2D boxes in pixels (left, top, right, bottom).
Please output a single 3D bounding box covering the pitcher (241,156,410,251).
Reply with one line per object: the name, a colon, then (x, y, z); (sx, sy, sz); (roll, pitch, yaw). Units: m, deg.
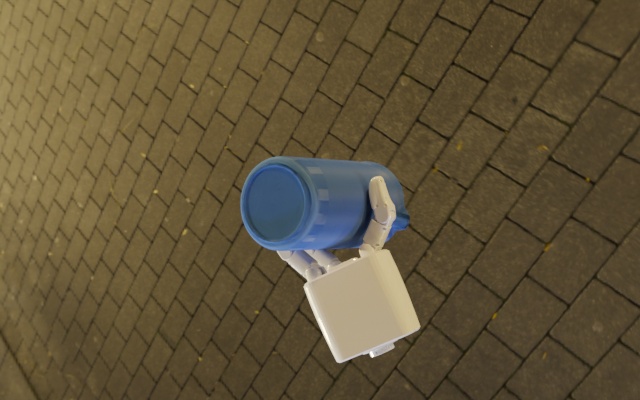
pitcher: (0.000, 0.002, 0.640); (0.149, 0.145, 0.243); (-28, -15, 27)
